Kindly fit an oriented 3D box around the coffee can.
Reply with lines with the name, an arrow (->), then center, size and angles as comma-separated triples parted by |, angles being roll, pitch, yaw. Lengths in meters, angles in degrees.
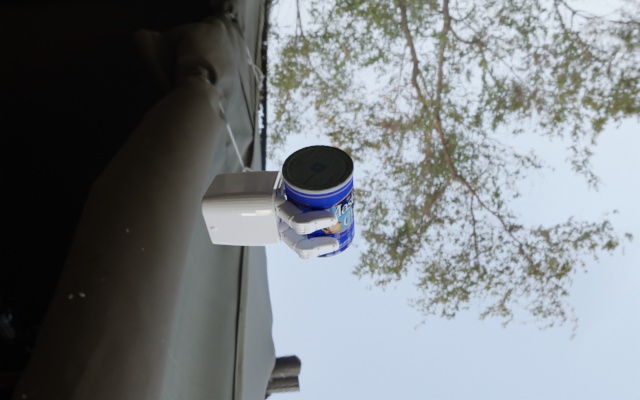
coffee can -> 0.000, 0.002, 0.721 | 0.103, 0.140, 0.102 | -2, 43, 2
